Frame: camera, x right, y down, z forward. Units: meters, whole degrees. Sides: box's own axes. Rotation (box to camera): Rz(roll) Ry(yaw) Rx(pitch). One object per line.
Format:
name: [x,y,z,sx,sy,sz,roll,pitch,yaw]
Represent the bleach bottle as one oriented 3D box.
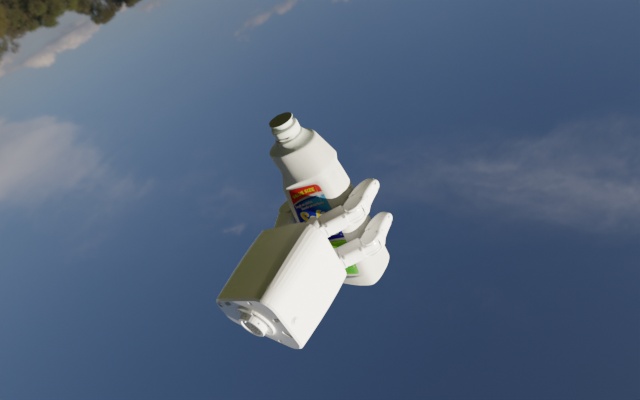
bleach bottle: [0.000,0.002,0.592,0.102,0.251,0.068,4,47,38]
